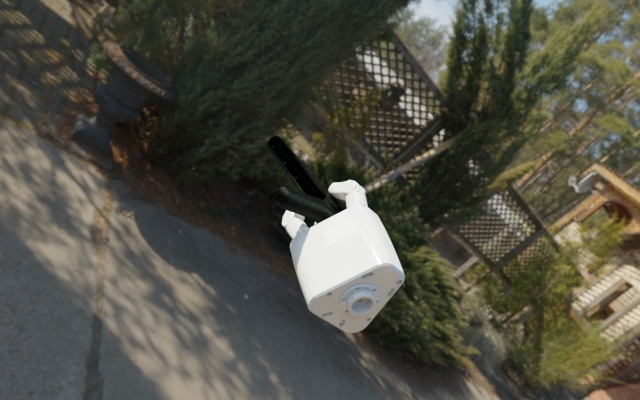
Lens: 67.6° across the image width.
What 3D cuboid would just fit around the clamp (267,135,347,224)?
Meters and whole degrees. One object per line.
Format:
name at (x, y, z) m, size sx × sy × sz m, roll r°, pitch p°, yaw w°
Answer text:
clamp at (0.001, 0.002, 0.664) m, size 0.210 × 0.036 × 0.164 m, roll 39°, pitch 21°, yaw -33°
